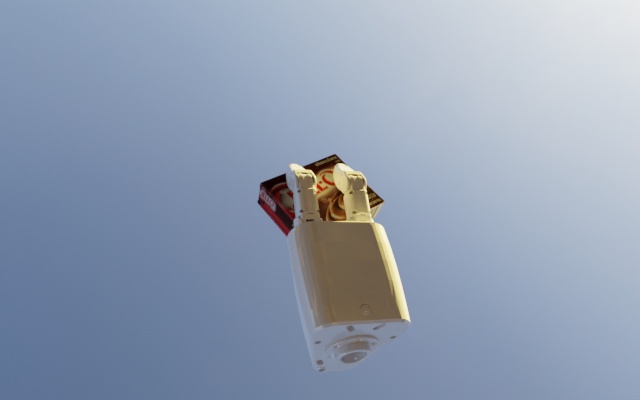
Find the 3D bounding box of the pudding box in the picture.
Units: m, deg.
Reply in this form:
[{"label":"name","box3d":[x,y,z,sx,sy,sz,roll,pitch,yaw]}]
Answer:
[{"label":"pudding box","box3d":[0.000,0.002,0.535,0.113,0.039,0.090,-23,58,-36]}]
